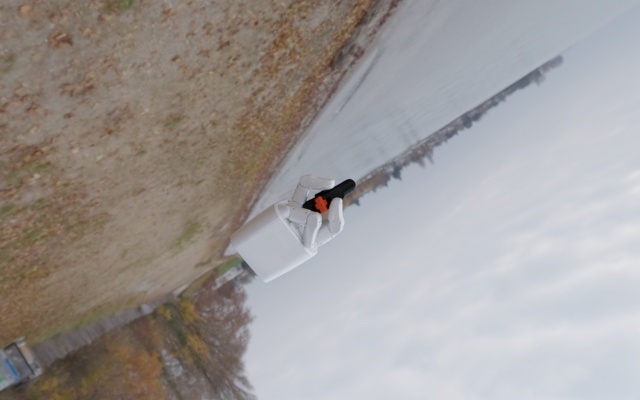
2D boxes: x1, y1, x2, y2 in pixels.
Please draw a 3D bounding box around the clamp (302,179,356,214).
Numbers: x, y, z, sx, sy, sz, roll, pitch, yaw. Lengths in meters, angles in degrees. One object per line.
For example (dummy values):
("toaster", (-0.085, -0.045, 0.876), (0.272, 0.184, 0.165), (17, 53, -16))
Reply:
("clamp", (0.001, 0.003, 0.884), (0.120, 0.039, 0.171), (-33, -1, 16))
